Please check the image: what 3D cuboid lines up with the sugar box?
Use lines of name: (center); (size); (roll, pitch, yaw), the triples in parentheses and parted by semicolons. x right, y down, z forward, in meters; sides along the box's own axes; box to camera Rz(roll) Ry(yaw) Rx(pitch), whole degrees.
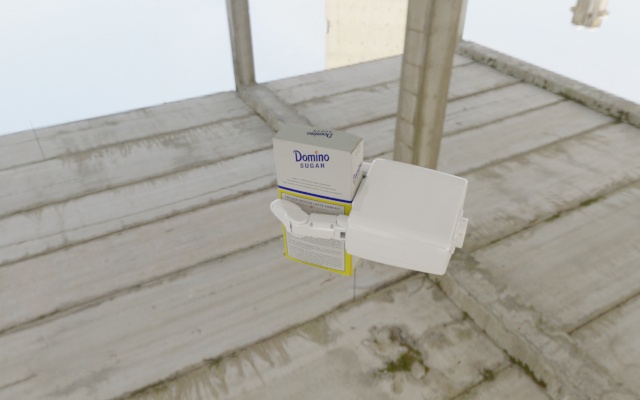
sugar box: (0.000, 0.002, 0.556); (0.093, 0.176, 0.048); (13, 37, 19)
